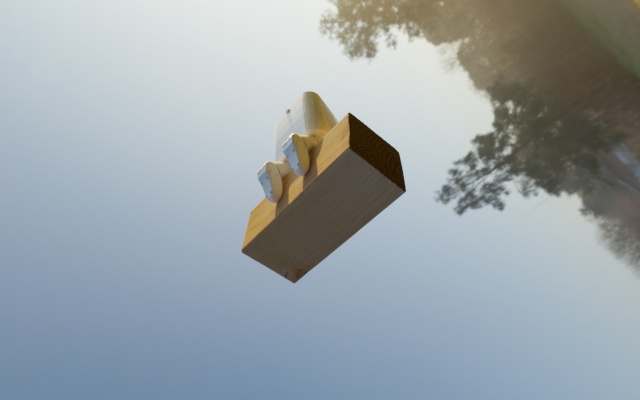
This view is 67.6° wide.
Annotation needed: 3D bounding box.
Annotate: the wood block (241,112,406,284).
[{"bbox_3d":[0.000,0.002,0.609,0.091,0.090,0.206,34,-58,-22],"label":"wood block"}]
